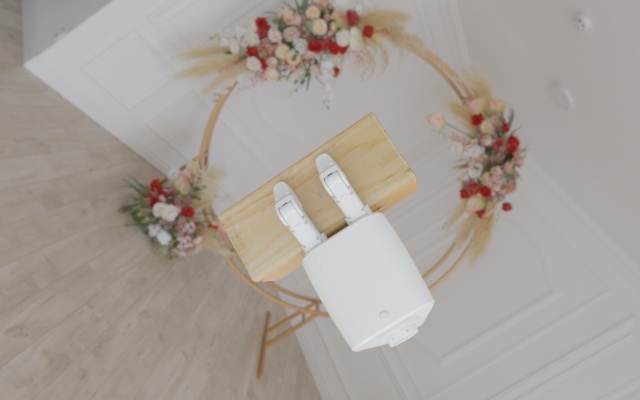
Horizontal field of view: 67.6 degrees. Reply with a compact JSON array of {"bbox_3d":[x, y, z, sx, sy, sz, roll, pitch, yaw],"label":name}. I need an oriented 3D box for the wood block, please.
[{"bbox_3d":[0.000,0.002,0.555,0.206,0.090,0.091,-33,-14,6],"label":"wood block"}]
